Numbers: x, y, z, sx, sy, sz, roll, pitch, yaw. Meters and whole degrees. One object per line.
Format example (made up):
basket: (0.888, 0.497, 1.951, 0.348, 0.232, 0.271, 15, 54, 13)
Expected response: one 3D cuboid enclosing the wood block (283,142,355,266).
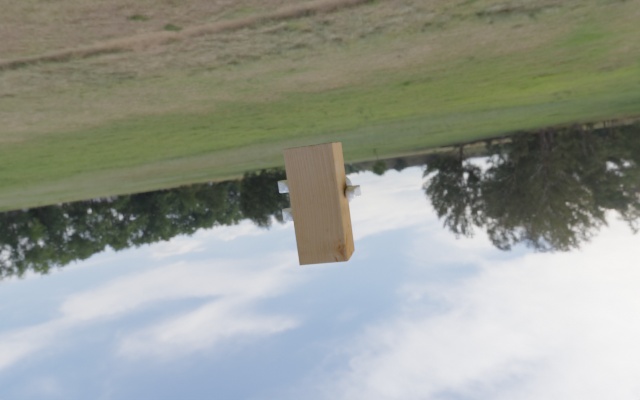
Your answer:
wood block: (0.001, 0.003, 0.861, 0.091, 0.206, 0.090, -7, 6, 14)
